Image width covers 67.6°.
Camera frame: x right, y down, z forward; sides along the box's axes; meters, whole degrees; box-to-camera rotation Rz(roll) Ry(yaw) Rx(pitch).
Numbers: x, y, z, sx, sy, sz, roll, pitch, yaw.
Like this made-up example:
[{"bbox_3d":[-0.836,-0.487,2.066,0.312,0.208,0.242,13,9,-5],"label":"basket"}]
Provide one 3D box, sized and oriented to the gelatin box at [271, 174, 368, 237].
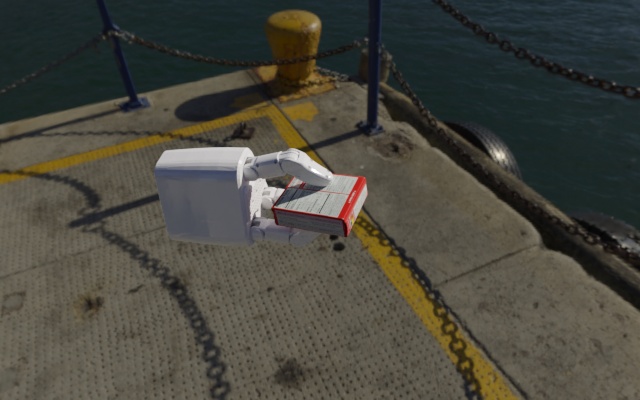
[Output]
[{"bbox_3d":[0.000,0.001,0.539,0.089,0.030,0.073,7,43,23],"label":"gelatin box"}]
